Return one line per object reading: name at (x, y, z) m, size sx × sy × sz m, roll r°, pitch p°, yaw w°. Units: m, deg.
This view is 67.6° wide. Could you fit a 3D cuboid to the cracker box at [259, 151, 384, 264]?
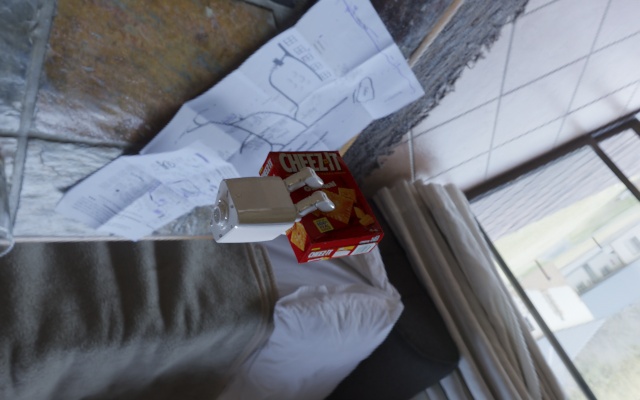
cracker box at (0.000, 0.003, 0.894) m, size 0.164 × 0.213 × 0.072 m, roll -4°, pitch -36°, yaw -34°
